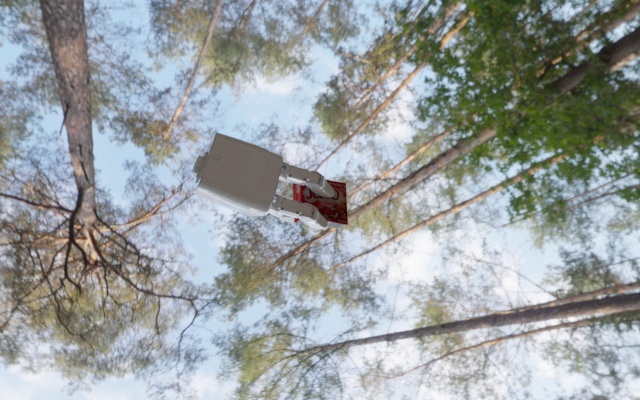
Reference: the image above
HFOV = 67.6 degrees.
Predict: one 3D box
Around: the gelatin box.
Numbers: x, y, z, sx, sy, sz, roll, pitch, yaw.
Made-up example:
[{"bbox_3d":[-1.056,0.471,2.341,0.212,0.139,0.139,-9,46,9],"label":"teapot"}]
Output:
[{"bbox_3d":[0.000,0.003,0.766,0.089,0.073,0.030,10,-23,-29],"label":"gelatin box"}]
